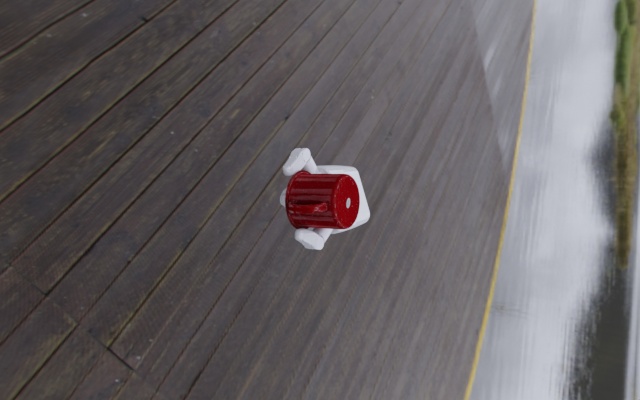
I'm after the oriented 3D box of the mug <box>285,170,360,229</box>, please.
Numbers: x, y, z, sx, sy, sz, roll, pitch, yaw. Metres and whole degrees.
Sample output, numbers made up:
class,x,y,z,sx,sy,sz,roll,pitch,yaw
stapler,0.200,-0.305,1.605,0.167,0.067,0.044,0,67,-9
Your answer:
class,x,y,z,sx,sy,sz,roll,pitch,yaw
mug,0.000,0.002,0.702,0.081,0.093,0.117,2,8,32
